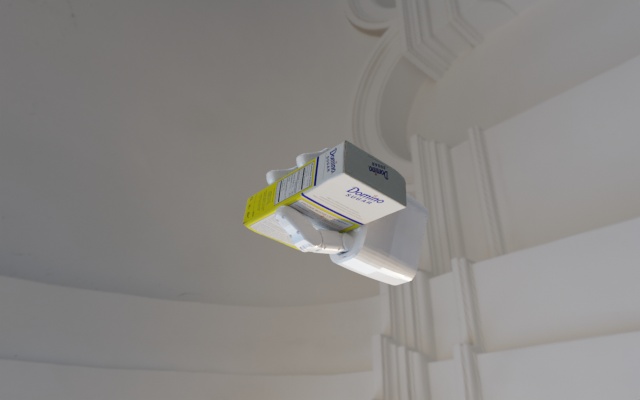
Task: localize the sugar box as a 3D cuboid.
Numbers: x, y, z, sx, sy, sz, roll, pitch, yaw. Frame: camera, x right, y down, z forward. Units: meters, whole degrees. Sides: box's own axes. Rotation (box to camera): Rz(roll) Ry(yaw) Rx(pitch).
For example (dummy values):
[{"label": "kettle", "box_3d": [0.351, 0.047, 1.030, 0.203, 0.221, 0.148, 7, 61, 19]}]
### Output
[{"label": "sugar box", "box_3d": [0.000, 0.001, 0.536, 0.093, 0.048, 0.176, 27, -38, -33]}]
